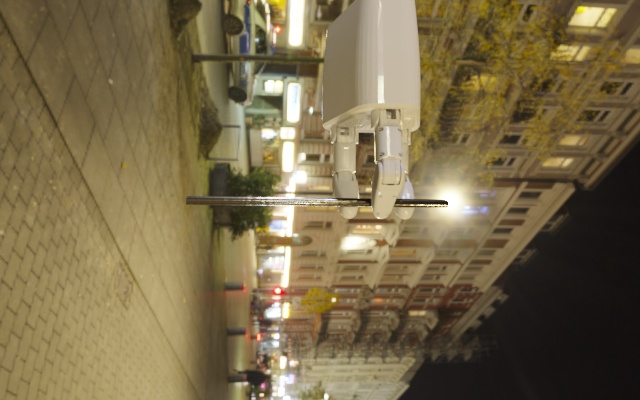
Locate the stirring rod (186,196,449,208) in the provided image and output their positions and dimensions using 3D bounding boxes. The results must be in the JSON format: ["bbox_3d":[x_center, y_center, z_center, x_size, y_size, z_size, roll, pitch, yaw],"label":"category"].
[{"bbox_3d":[0.000,0.001,0.438,0.239,0.011,0.011,1,0,-6],"label":"stirring rod"}]
